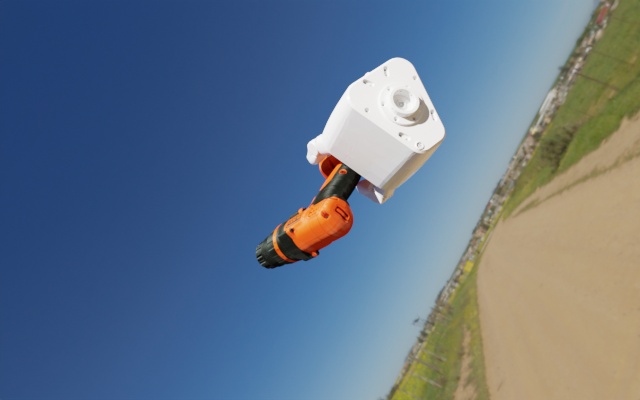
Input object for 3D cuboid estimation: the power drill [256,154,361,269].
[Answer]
[{"bbox_3d":[0.000,0.002,0.633,0.057,0.187,0.184,42,-39,-16],"label":"power drill"}]
